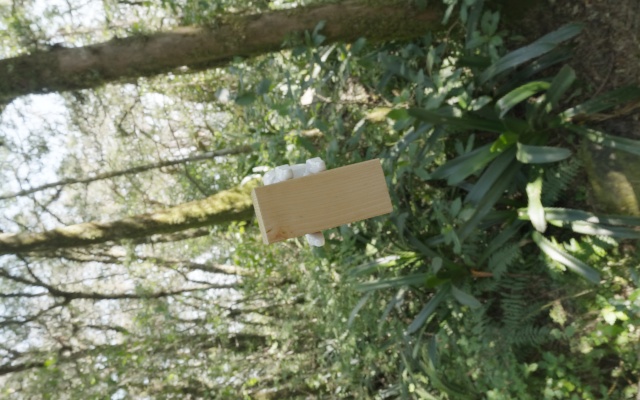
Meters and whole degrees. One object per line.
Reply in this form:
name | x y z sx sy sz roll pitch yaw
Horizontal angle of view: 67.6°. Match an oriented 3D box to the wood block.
wood block | 0.000 0.003 0.781 0.206 0.091 0.090 -14 -2 -12
